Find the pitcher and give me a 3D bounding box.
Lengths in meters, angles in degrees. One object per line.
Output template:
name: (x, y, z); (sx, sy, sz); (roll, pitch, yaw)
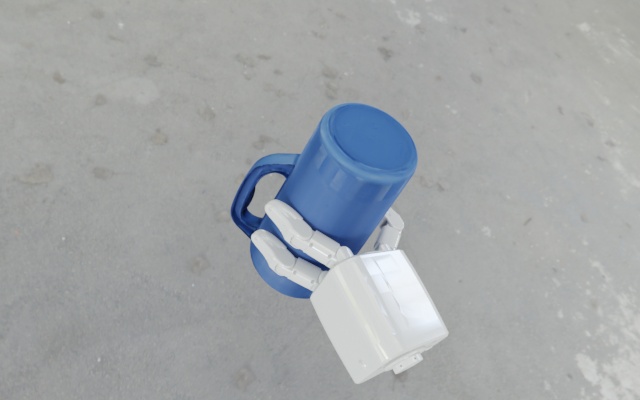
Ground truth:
pitcher: (0.000, 0.002, 0.558); (0.149, 0.145, 0.243); (-11, -30, -31)
